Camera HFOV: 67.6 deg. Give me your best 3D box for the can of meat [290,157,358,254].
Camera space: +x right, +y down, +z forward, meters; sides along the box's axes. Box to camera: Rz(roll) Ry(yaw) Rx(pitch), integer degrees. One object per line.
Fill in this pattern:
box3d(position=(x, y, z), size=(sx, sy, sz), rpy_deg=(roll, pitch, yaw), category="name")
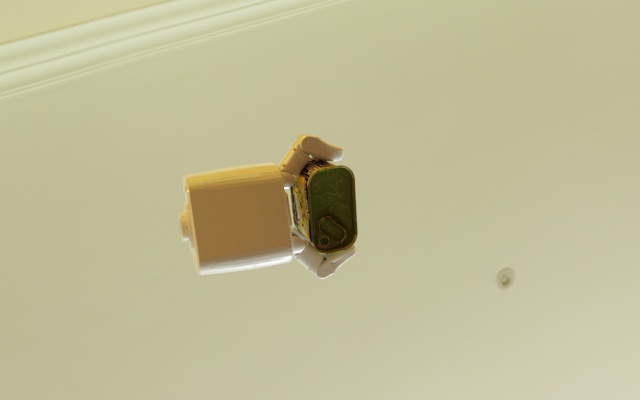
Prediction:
box3d(position=(0.000, 0.002, 0.577), size=(0.057, 0.102, 0.084), rpy_deg=(-11, 17, -19), category="can of meat")
